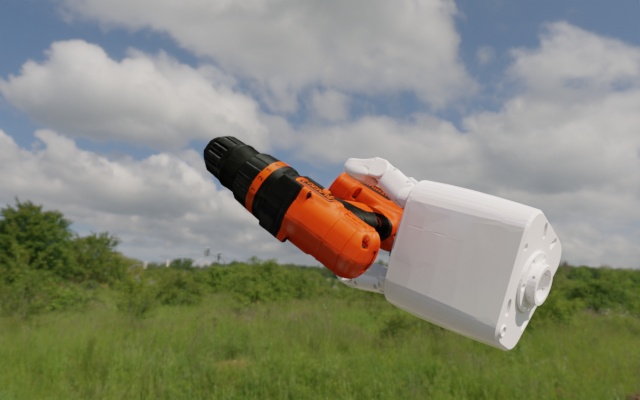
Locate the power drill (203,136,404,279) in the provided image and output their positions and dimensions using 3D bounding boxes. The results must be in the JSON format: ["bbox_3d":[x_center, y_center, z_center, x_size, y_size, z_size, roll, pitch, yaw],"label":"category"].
[{"bbox_3d":[0.001,0.002,0.459,0.184,0.057,0.187,37,17,24],"label":"power drill"}]
